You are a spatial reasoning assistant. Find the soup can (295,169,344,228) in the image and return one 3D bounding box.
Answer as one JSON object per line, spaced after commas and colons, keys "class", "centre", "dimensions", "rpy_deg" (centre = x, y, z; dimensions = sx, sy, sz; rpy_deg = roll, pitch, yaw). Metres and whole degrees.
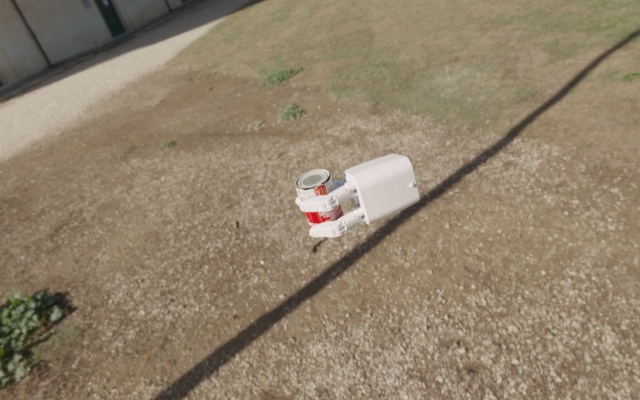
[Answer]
{"class": "soup can", "centre": [0.000, 0.003, 0.863], "dimensions": [0.068, 0.102, 0.068], "rpy_deg": [-14, 29, 8]}
